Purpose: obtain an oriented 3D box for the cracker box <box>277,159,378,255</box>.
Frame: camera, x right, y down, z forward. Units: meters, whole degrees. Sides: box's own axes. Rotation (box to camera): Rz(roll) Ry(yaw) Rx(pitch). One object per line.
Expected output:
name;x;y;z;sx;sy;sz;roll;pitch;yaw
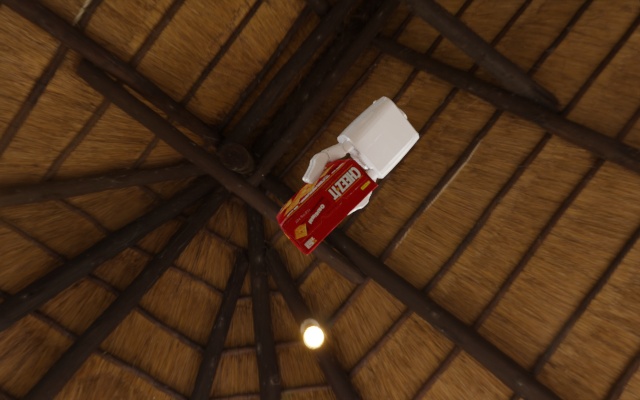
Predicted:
cracker box;0.000;0.003;0.863;0.164;0.072;0.213;-45;7;-3
